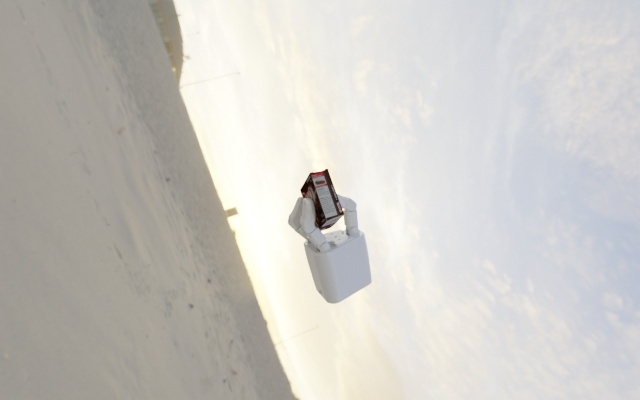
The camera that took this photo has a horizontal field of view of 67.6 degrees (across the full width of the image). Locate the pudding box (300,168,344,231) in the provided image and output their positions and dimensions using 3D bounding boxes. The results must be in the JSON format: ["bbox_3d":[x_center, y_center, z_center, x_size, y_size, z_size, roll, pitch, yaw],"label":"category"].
[{"bbox_3d":[0.000,0.003,0.857,0.039,0.090,0.113,-17,-11,-17],"label":"pudding box"}]
